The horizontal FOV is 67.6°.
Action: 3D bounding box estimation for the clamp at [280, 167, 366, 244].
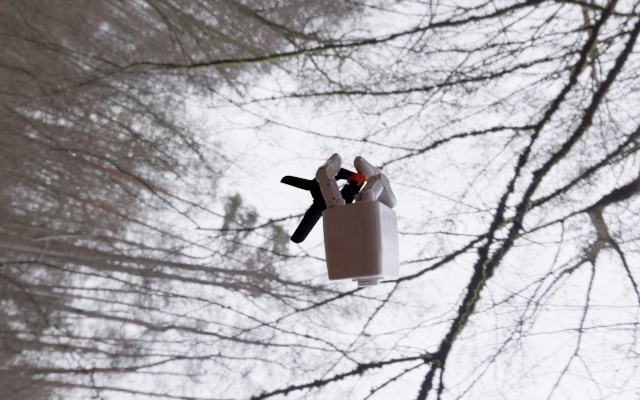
[{"bbox_3d":[0.001,0.002,0.771,0.171,0.120,0.039,-14,-7,43],"label":"clamp"}]
